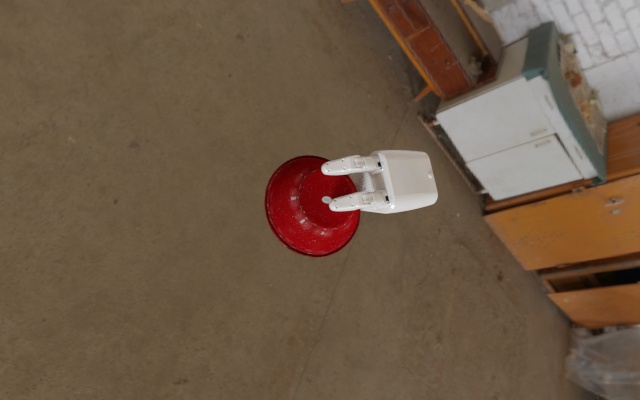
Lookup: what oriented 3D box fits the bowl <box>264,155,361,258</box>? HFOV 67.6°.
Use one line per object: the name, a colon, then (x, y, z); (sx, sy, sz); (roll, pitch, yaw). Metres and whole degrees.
bowl: (-0.001, 0.003, 0.716); (0.162, 0.162, 0.055); (0, -12, -23)
